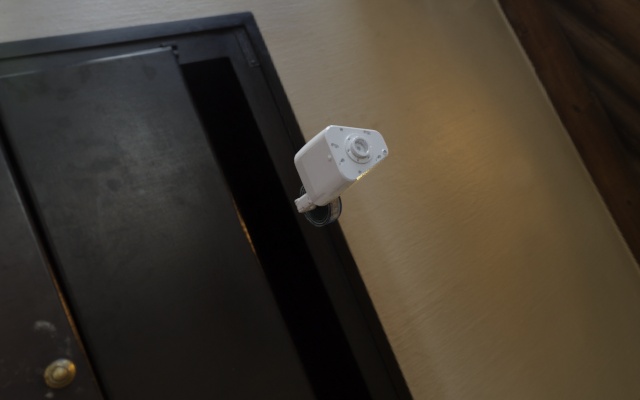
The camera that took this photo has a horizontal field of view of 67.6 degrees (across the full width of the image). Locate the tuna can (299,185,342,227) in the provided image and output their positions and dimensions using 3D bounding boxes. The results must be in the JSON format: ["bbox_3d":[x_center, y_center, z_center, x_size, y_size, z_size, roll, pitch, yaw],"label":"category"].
[{"bbox_3d":[0.001,0.003,0.880,0.033,0.086,0.086,-20,12,-36],"label":"tuna can"}]
